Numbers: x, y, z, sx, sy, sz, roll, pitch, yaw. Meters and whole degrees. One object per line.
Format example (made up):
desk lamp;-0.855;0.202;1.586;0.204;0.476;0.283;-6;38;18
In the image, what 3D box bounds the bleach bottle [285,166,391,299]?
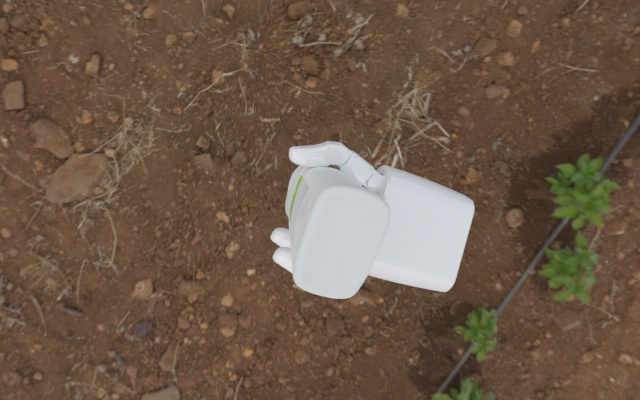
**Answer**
bleach bottle;0.000;0.002;0.505;0.068;0.102;0.250;17;14;-13
